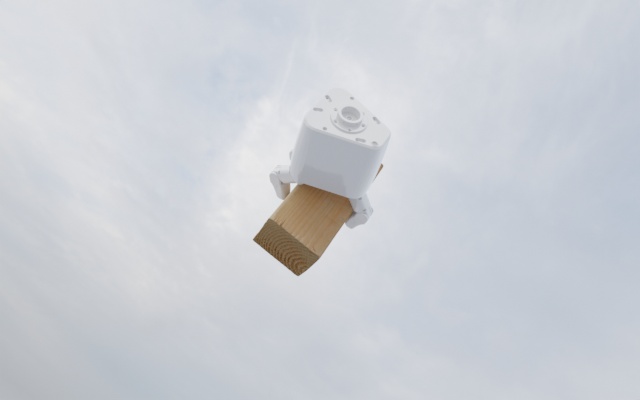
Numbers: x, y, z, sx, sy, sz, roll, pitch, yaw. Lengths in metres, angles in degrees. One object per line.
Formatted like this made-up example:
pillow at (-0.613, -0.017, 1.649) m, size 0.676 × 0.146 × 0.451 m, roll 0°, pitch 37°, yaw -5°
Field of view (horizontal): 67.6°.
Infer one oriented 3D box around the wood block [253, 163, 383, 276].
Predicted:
wood block at (0.001, 0.002, 0.734) m, size 0.091 × 0.206 × 0.090 m, roll 39°, pitch -35°, yaw -2°
